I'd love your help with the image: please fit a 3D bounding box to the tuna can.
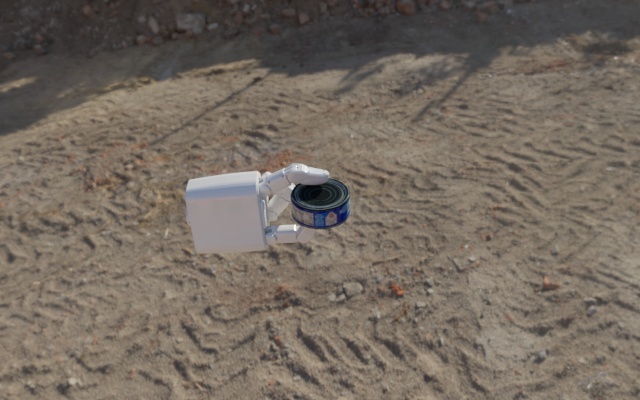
[{"bbox_3d":[0.000,0.002,0.681,0.086,0.034,0.086,-1,35,1],"label":"tuna can"}]
